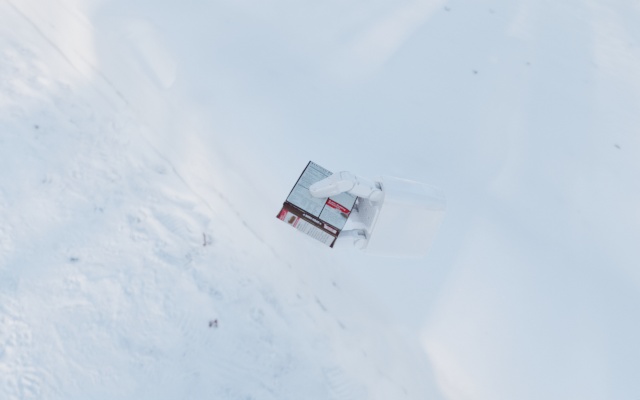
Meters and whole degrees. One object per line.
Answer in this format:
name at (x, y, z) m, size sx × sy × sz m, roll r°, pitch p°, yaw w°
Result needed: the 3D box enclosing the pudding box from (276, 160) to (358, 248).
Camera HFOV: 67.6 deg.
pudding box at (0.000, 0.002, 0.677) m, size 0.090 × 0.039 × 0.113 m, roll 28°, pitch 38°, yaw 0°
